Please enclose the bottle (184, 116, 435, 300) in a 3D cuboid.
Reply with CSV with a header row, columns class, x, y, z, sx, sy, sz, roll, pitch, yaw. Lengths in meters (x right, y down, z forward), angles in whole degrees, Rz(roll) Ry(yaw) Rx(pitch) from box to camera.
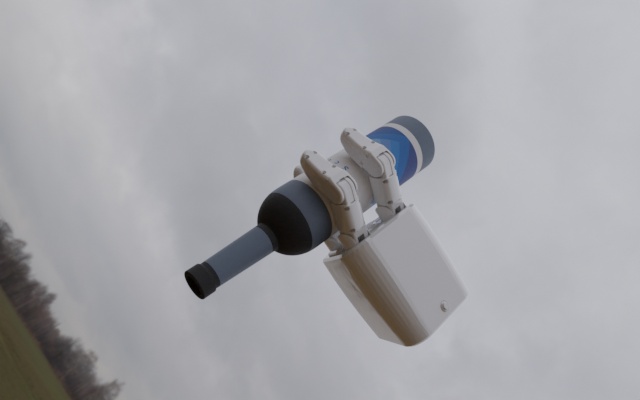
class,x,y,z,sx,sy,sz,roll,pitch,yaw
bottle,0.000,0.001,0.467,0.295,0.069,0.069,-33,20,-33
